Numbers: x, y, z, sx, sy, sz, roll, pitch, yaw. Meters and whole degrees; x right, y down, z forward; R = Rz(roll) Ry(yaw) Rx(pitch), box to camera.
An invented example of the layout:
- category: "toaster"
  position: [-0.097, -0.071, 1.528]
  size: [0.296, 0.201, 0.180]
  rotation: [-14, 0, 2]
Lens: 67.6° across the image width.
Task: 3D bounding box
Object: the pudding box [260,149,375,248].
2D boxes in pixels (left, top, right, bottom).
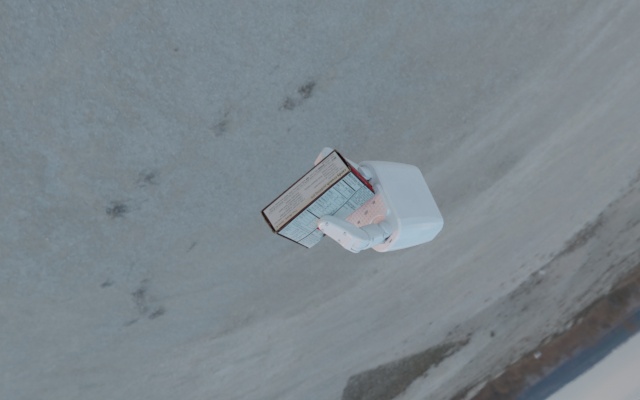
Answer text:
- category: "pudding box"
  position: [0.000, 0.002, 0.555]
  size: [0.113, 0.039, 0.090]
  rotation: [-41, -29, 7]
